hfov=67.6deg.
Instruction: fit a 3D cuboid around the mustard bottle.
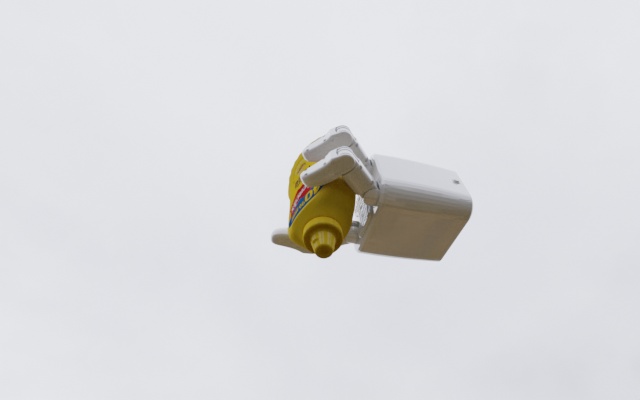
[{"bbox_3d":[0.000,0.002,0.544,0.058,0.096,0.191,32,24,-20],"label":"mustard bottle"}]
